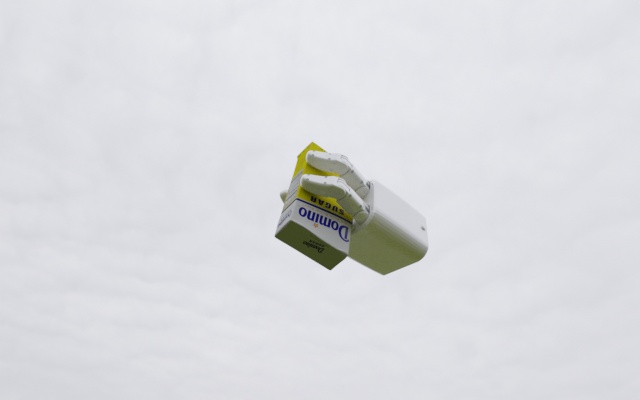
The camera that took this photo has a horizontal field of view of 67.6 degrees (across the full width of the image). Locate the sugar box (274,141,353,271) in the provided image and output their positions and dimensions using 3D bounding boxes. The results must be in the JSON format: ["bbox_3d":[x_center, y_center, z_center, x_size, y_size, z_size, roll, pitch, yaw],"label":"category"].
[{"bbox_3d":[0.001,0.002,0.661,0.093,0.176,0.048,33,-55,-18],"label":"sugar box"}]
